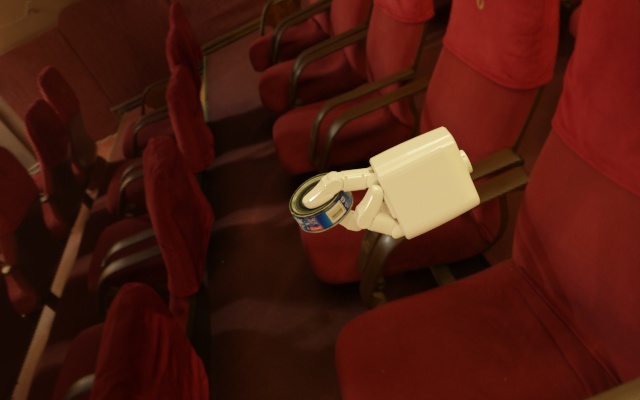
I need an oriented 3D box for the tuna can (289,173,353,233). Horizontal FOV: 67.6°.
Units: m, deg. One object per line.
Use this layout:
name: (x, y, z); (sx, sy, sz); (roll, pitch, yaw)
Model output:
tuna can: (0.000, 0.002, 0.661); (0.086, 0.086, 0.034); (0, -43, 40)
